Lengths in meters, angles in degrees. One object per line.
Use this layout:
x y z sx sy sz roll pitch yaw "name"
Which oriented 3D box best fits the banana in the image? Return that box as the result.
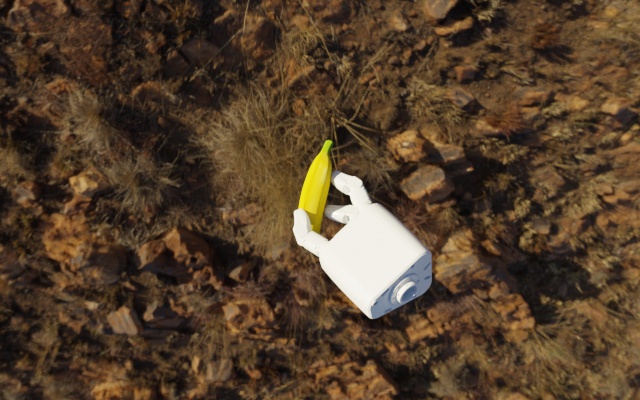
-0.008 0.008 0.741 0.037 0.198 0.069 25 36 17 "banana"
